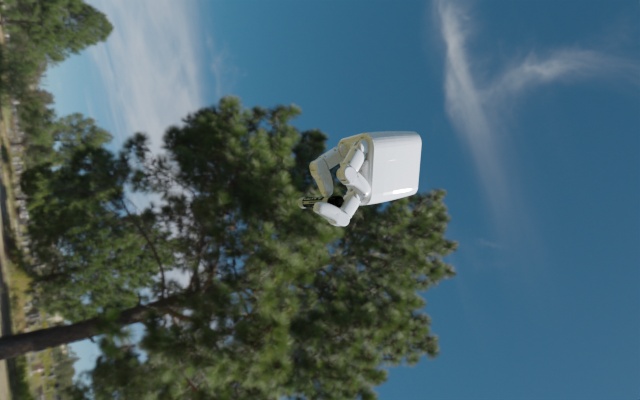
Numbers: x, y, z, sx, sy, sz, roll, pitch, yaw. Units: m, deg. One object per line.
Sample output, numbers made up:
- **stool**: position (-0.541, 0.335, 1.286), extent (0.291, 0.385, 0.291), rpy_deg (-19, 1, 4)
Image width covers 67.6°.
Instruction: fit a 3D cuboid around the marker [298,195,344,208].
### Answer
- **marker**: position (0.000, 0.003, 0.773), extent (0.020, 0.020, 0.121), rpy_deg (0, -1, -31)
